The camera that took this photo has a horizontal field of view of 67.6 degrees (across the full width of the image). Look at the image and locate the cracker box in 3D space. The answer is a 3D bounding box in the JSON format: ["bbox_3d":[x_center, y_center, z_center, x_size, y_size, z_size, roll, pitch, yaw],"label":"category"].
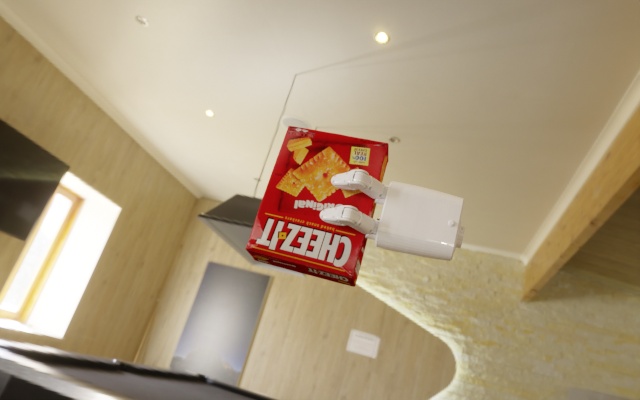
[{"bbox_3d":[0.000,0.002,0.723,0.164,0.213,0.072,13,-20,13],"label":"cracker box"}]
